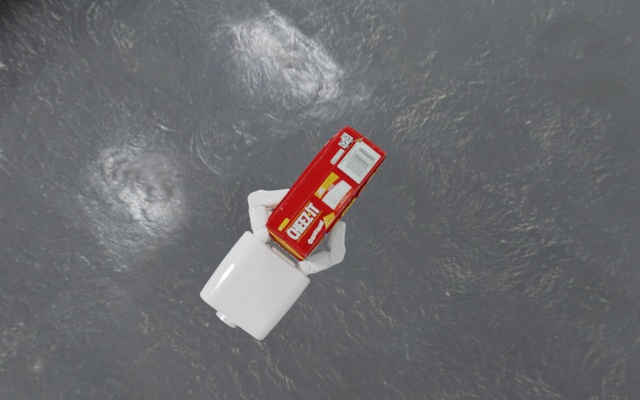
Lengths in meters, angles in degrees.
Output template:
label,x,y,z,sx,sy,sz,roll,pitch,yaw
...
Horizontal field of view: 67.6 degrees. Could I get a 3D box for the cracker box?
label,x,y,z,sx,sy,sz,roll,pitch,yaw
cracker box,0.000,0.002,0.674,0.072,0.164,0.214,38,-9,2
